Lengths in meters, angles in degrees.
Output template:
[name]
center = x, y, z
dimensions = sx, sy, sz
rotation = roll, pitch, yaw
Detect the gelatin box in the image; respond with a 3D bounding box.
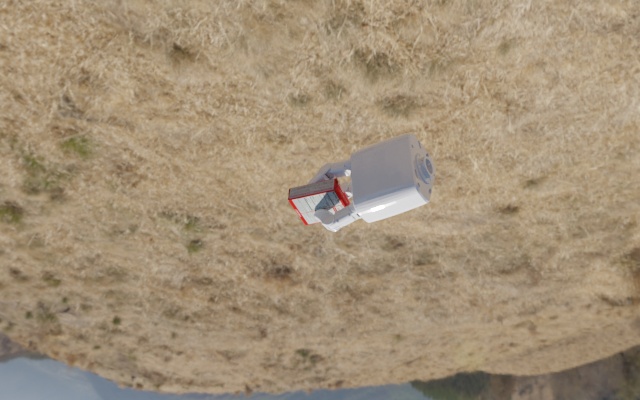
[gelatin box]
center = 0.000, 0.003, 0.806
dimensions = 0.089, 0.030, 0.073
rotation = -13, -43, 20
